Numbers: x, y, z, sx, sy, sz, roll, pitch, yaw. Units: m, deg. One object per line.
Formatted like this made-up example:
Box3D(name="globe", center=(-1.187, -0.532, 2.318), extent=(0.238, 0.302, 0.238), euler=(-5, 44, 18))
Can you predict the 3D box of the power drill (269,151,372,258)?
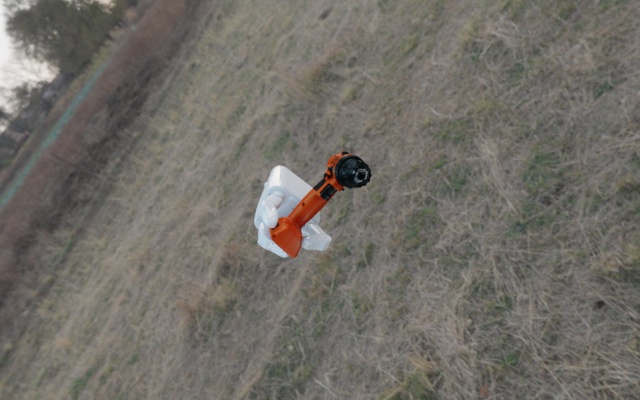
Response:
Box3D(name="power drill", center=(0.000, 0.003, 0.763), extent=(0.057, 0.187, 0.184), euler=(43, 1, -9))
